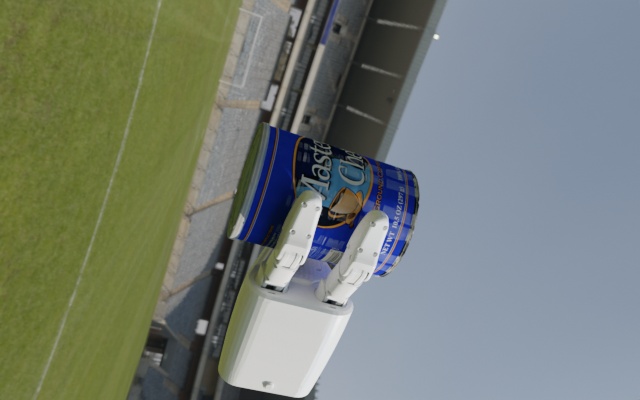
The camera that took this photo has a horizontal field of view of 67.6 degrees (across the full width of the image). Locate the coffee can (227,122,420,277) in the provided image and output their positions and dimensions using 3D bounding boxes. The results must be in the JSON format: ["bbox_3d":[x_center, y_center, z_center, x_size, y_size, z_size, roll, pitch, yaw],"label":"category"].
[{"bbox_3d":[0.000,0.001,0.421,0.140,0.103,0.103,16,-4,-14],"label":"coffee can"}]
